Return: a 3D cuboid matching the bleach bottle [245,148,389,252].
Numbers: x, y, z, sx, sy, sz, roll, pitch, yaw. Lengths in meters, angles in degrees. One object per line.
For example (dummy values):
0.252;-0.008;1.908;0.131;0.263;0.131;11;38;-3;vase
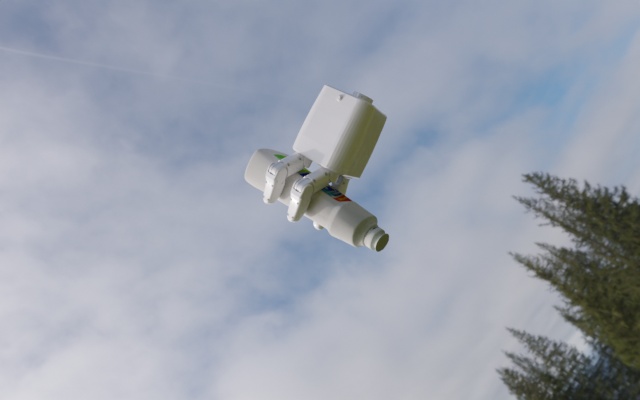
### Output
0.000;0.002;0.709;0.250;0.068;0.102;32;11;35;bleach bottle
